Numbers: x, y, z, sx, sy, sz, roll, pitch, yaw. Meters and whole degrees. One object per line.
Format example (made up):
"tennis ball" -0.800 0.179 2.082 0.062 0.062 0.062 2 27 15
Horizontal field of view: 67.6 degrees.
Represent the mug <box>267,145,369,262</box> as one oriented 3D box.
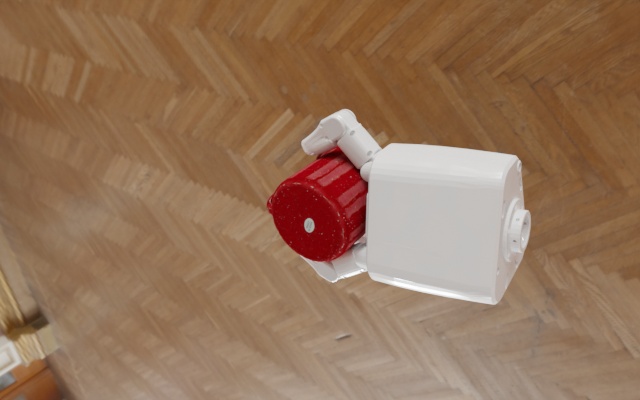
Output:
"mug" -0.001 0.001 0.442 0.117 0.093 0.081 7 29 35
